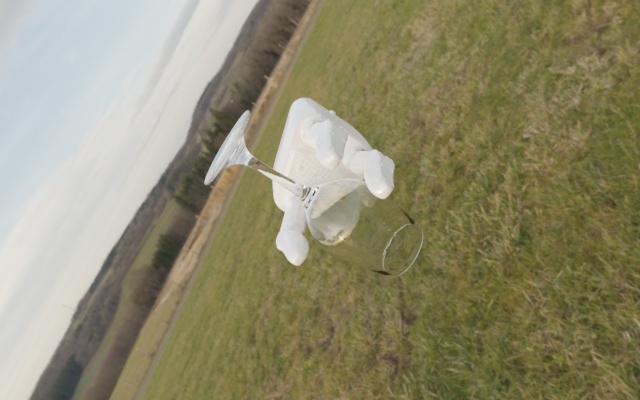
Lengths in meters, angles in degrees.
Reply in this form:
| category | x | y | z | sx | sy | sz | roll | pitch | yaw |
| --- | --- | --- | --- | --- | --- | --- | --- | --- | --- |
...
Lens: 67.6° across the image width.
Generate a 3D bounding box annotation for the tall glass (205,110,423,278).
| category | x | y | z | sx | sy | sz | roll | pitch | yaw |
| --- | --- | --- | --- | --- | --- | --- | --- | --- | --- |
| tall glass | -0.001 | 0.001 | 0.444 | 0.201 | 0.079 | 0.079 | 30 | -11 | -19 |
